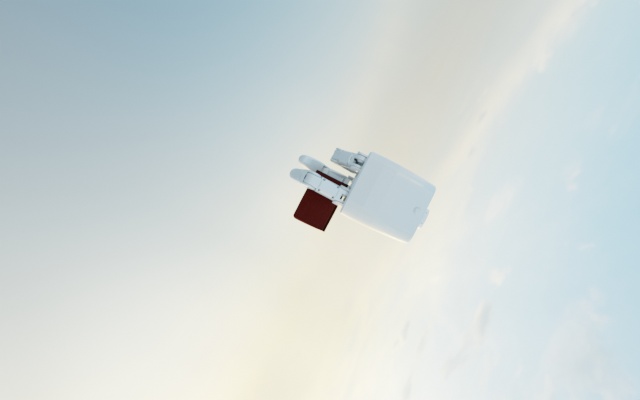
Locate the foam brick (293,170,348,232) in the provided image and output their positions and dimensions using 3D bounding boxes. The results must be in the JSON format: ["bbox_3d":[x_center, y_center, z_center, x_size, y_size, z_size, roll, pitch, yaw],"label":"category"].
[{"bbox_3d":[0.000,0.003,0.704,0.051,0.078,0.053,28,-4,3],"label":"foam brick"}]
